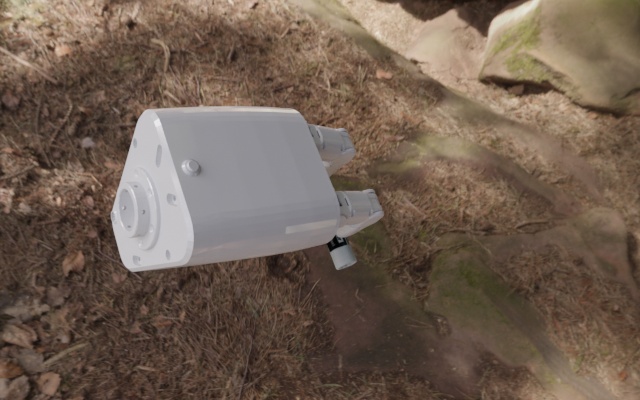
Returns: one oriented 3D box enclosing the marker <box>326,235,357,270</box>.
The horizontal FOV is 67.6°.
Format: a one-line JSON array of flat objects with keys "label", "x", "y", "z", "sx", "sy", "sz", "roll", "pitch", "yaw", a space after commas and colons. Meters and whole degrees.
[{"label": "marker", "x": 0.000, "y": 0.001, "z": 0.418, "sx": 0.020, "sy": 0.121, "sz": 0.020, "roll": -21, "pitch": -16, "yaw": -6}]
